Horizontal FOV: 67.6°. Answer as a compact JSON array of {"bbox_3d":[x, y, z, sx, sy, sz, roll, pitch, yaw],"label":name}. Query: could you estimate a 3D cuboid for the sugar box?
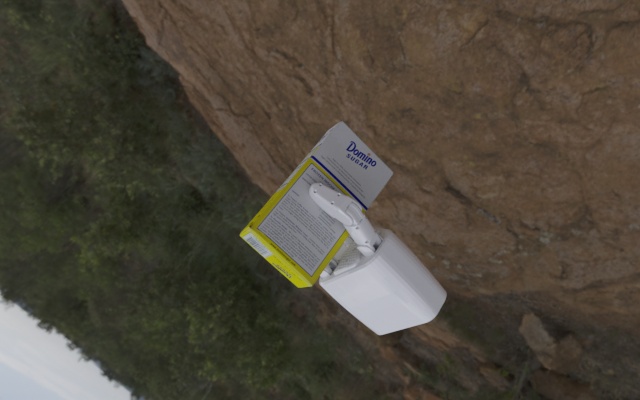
[{"bbox_3d":[0.000,0.002,0.547,0.093,0.176,0.048,44,-28,-10],"label":"sugar box"}]
